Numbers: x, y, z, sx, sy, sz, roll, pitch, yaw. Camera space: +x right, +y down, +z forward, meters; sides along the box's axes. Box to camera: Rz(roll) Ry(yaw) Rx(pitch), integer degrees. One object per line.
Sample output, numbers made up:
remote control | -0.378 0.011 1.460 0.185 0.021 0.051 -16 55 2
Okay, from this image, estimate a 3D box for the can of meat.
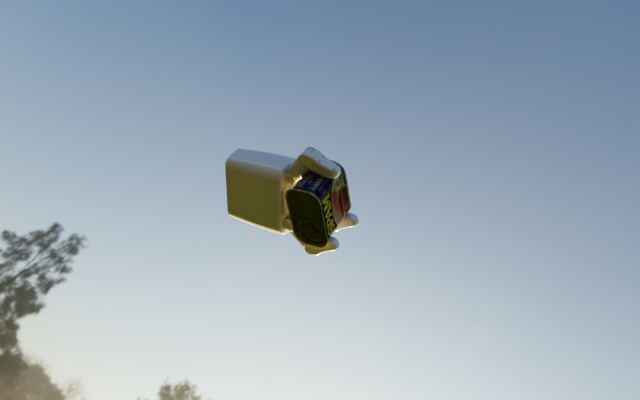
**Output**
can of meat | 0.000 0.002 0.692 0.057 0.102 0.084 13 44 27
